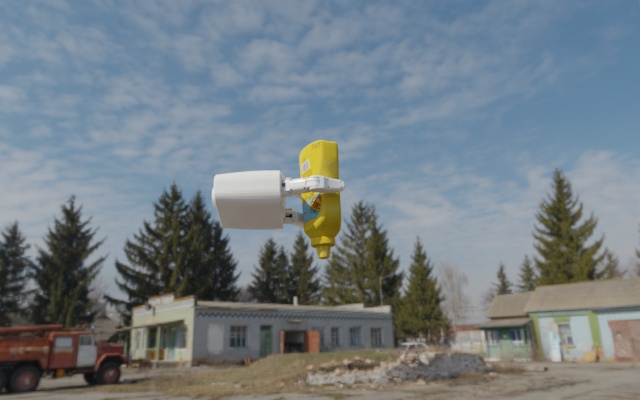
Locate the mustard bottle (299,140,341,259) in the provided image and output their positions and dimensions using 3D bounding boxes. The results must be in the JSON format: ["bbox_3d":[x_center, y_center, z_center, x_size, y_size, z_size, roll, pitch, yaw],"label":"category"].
[{"bbox_3d":[0.000,0.002,0.804,0.058,0.191,0.096,5,-18,-25],"label":"mustard bottle"}]
